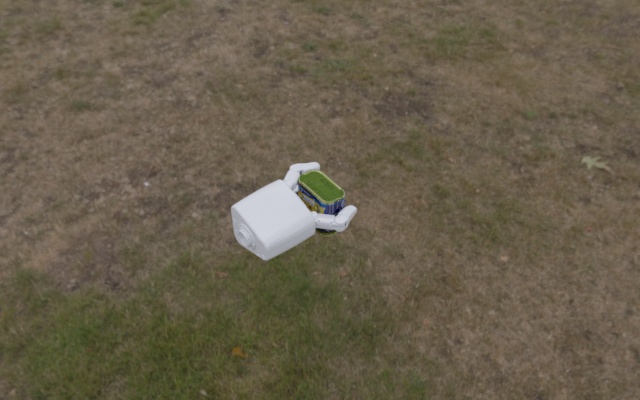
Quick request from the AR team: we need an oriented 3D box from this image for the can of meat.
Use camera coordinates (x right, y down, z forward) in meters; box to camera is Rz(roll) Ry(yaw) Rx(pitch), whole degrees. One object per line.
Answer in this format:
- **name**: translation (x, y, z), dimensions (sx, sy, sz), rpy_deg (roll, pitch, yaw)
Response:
- **can of meat**: translation (0.000, 0.003, 0.892), dimensions (0.057, 0.084, 0.102), rpy_deg (-28, 50, -28)
